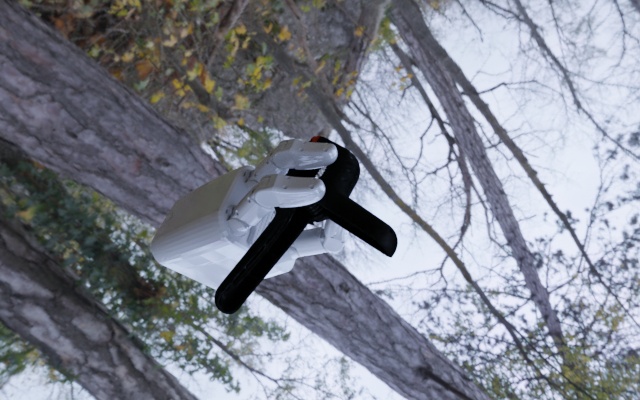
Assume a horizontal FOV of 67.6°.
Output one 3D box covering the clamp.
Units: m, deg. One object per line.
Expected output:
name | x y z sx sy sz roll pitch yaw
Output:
clamp | 0.000 0.002 0.435 0.164 0.036 0.209 -18 34 28
